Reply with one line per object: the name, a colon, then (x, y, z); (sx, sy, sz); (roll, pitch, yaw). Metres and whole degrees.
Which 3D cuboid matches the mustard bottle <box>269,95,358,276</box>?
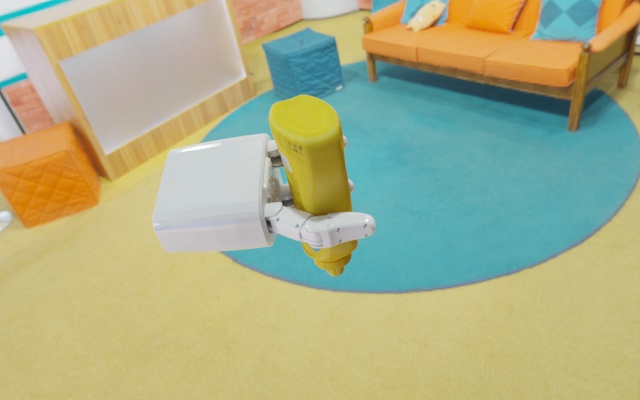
mustard bottle: (0.000, 0.001, 0.466); (0.058, 0.192, 0.096); (-21, 37, -13)
